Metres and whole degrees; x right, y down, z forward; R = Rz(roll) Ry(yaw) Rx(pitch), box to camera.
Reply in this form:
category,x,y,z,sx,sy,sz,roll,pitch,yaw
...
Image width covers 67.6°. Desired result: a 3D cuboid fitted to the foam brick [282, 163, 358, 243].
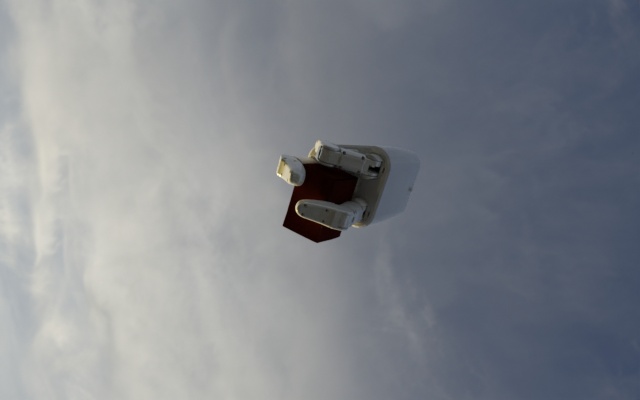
category,x,y,z,sx,sy,sz,roll,pitch,yaw
foam brick,0.000,0.002,0.550,0.053,0.078,0.051,26,18,28
